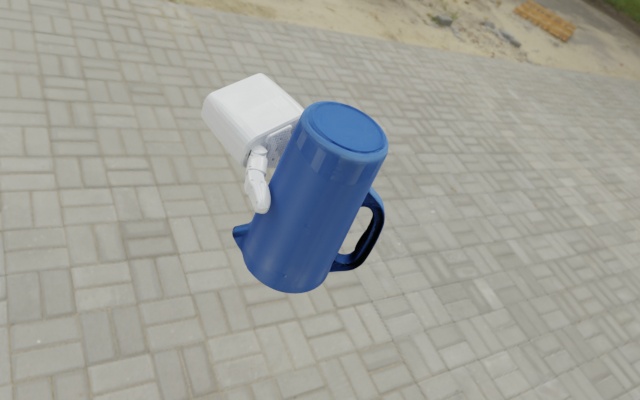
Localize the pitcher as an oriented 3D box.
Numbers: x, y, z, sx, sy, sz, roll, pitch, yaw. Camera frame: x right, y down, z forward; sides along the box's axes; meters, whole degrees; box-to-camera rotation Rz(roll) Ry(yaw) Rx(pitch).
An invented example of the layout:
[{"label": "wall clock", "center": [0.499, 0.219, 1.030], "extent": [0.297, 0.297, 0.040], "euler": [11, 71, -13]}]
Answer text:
[{"label": "pitcher", "center": [0.000, 0.002, 0.615], "extent": [0.149, 0.145, 0.243], "euler": [-20, -32, -41]}]
